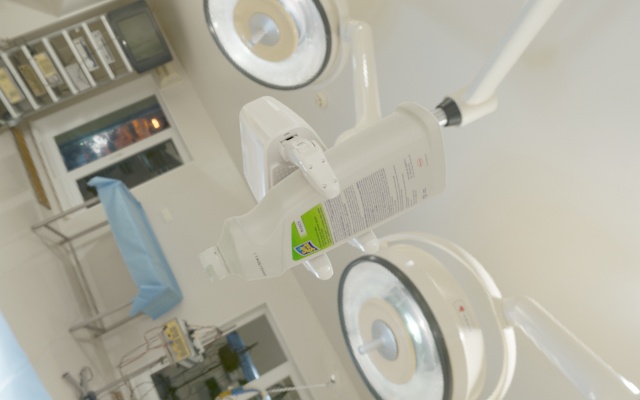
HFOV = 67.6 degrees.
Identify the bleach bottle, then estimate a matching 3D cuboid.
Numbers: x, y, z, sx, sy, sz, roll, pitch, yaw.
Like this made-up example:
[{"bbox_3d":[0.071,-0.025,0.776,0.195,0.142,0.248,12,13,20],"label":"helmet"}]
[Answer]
[{"bbox_3d":[0.000,0.002,0.462,0.251,0.103,0.068,-27,38,-11],"label":"bleach bottle"}]
